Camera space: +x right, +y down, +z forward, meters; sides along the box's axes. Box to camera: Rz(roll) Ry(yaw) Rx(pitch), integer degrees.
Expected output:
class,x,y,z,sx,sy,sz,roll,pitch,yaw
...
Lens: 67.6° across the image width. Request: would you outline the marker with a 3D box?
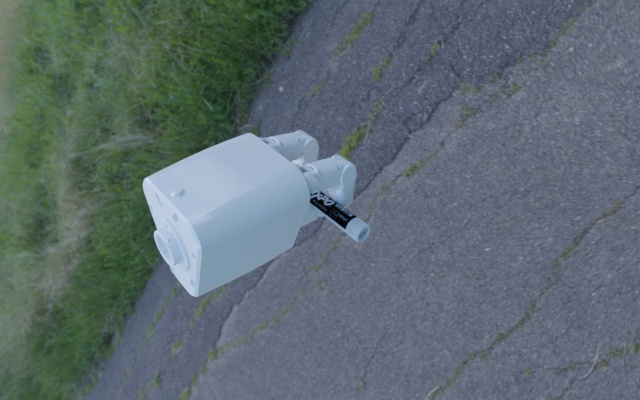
class,x,y,z,sx,sy,sz,roll,pitch,yaw
marker,0.000,0.002,0.472,0.121,0.020,0.020,37,23,34
